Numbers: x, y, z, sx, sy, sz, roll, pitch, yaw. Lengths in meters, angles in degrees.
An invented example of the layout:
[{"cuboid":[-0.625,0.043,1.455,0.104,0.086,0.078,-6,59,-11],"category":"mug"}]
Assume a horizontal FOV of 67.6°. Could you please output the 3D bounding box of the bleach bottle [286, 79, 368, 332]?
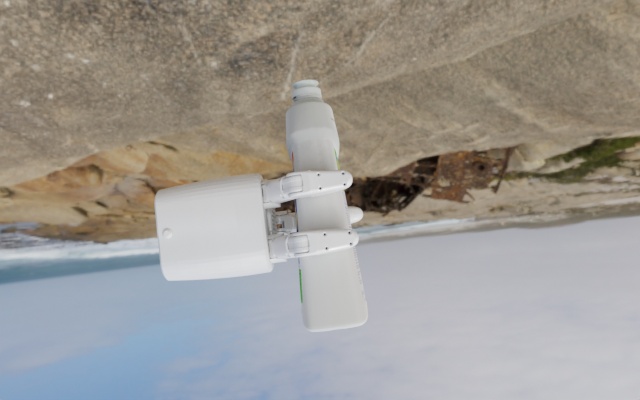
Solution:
[{"cuboid":[0.000,0.002,0.501,0.068,0.251,0.102,-7,-5,0],"category":"bleach bottle"}]
